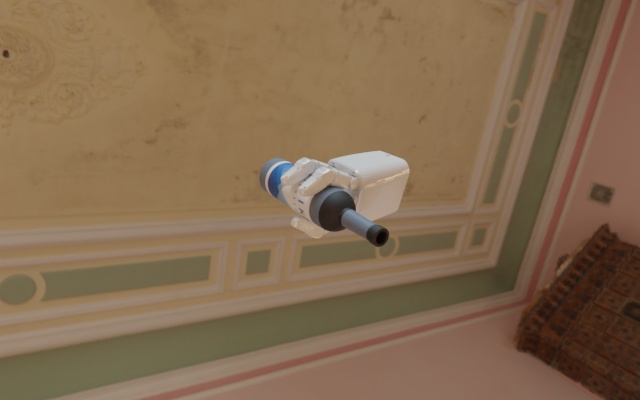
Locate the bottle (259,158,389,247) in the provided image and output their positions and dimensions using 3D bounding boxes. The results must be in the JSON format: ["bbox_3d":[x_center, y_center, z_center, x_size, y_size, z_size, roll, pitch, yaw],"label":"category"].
[{"bbox_3d":[0.000,0.002,0.748,0.069,0.069,0.295,0,19,-36],"label":"bottle"}]
